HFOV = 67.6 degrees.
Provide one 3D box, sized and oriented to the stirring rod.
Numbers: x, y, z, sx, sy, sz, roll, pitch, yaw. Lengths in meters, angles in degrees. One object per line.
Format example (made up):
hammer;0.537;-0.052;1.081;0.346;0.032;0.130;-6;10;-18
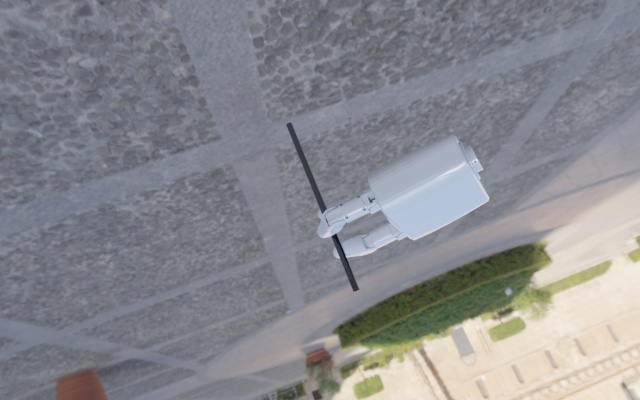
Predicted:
stirring rod;0.000;0.002;0.608;0.011;0.239;0.011;-20;-19;-7
